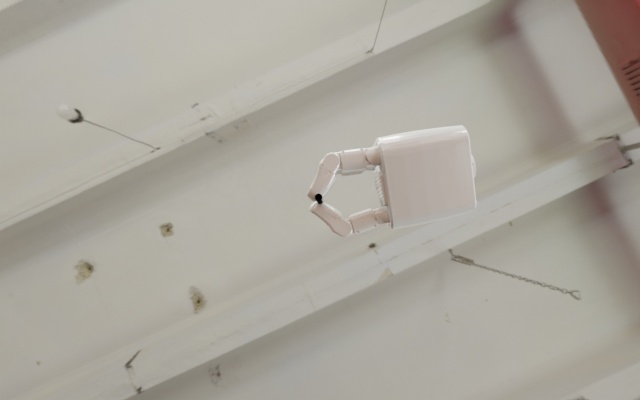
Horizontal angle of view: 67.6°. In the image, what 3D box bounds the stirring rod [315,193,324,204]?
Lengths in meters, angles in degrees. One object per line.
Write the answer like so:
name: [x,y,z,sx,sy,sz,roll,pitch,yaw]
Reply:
stirring rod: [0.000,0.002,0.618,0.011,0.011,0.239,0,-3,1]
